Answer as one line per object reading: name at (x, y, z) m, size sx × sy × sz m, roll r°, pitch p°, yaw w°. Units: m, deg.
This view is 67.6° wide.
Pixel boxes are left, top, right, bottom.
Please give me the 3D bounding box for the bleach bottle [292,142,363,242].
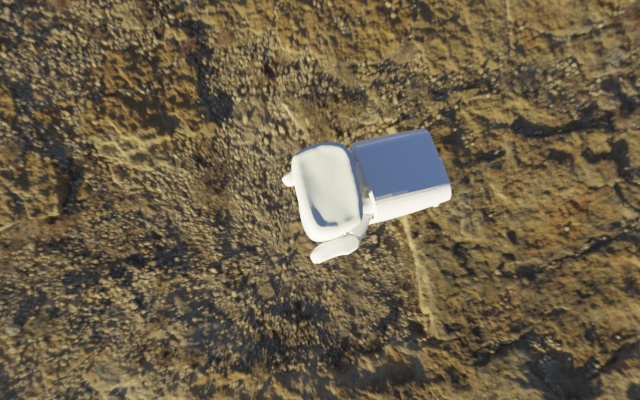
bleach bottle at (0.000, 0.002, 0.628) m, size 0.068 × 0.102 × 0.251 m, roll -13°, pitch -5°, yaw -6°
